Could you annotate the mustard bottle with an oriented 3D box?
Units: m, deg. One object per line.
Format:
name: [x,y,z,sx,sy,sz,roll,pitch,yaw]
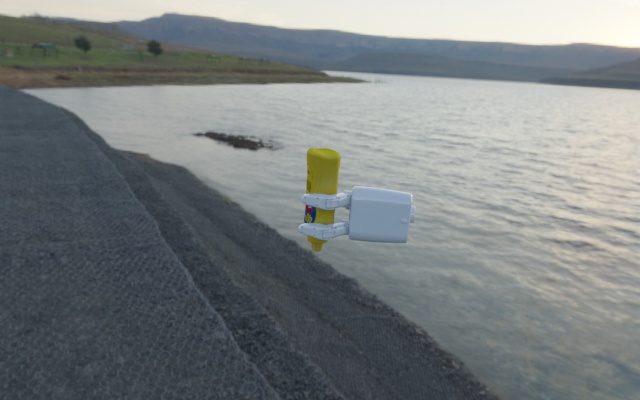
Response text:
mustard bottle: [0.000,0.003,0.885,0.058,0.192,0.096,-1,16,-16]
